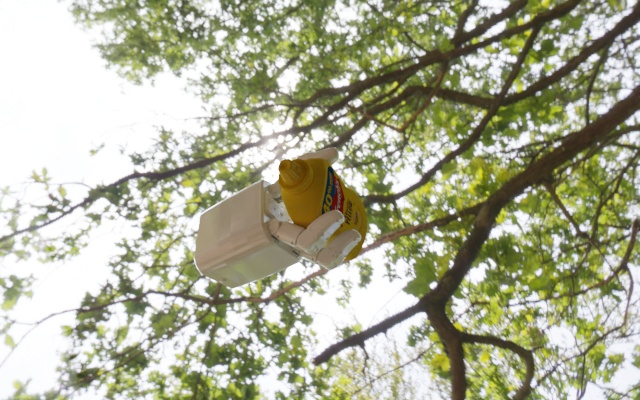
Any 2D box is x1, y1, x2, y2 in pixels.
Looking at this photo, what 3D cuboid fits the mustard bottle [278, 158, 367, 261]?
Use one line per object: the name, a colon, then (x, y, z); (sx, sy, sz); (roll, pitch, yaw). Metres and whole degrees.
mustard bottle: (0.001, 0.002, 0.599); (0.058, 0.096, 0.192); (-3, -26, 27)
